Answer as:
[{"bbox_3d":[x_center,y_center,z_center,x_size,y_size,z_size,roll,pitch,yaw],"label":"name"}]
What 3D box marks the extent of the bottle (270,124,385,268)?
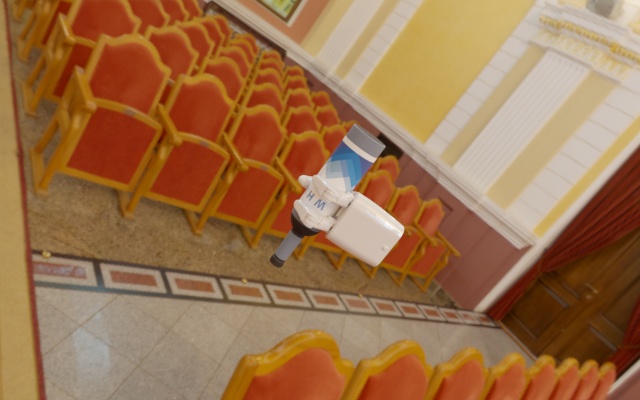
[{"bbox_3d":[0.000,0.003,0.853,0.069,0.296,0.069,33,16,-11],"label":"bottle"}]
